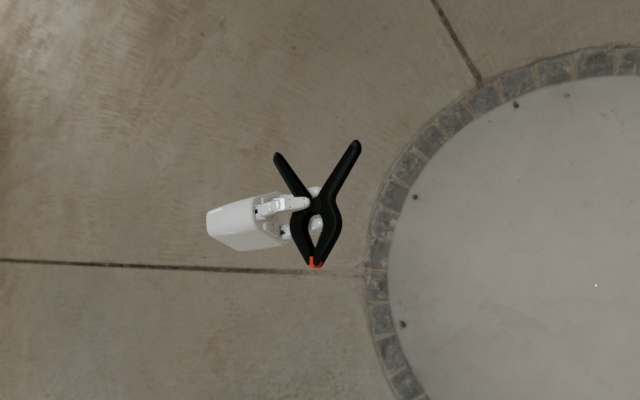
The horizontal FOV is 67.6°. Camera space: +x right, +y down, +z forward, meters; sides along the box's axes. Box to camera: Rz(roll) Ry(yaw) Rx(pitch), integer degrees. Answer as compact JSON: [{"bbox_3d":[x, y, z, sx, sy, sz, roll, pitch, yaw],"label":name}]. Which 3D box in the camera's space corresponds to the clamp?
[{"bbox_3d":[0.000,0.003,0.777,0.164,0.210,0.036,-13,-15,28],"label":"clamp"}]
